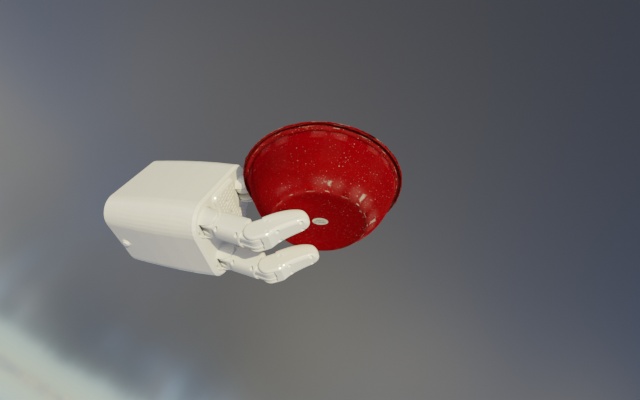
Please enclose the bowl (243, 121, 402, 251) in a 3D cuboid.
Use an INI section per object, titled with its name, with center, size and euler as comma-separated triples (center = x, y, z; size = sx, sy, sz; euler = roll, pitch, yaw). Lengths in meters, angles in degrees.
[bowl]
center = 0.001, 0.002, 0.468
size = 0.162, 0.055, 0.162
euler = 3, -41, 2
